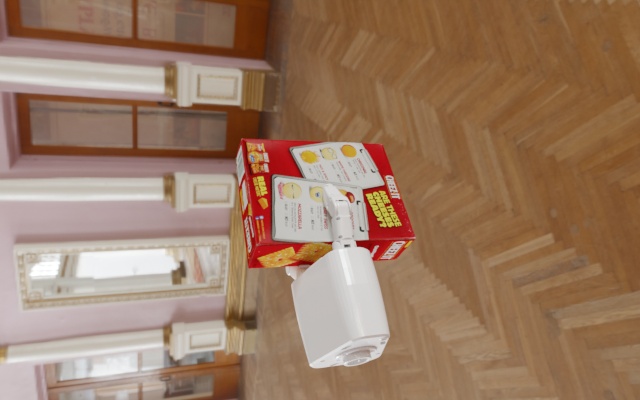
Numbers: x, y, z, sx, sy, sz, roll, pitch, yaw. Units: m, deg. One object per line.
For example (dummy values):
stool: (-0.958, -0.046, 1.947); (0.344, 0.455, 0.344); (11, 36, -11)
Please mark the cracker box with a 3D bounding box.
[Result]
cracker box: (0.000, 0.002, 0.649); (0.214, 0.164, 0.072); (0, -33, -21)
